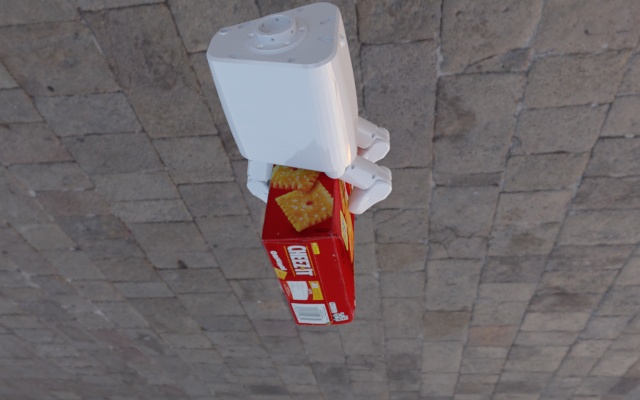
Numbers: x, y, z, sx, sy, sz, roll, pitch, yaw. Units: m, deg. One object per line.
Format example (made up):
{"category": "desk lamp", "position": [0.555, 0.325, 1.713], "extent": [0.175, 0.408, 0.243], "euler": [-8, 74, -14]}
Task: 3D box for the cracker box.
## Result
{"category": "cracker box", "position": [0.000, 0.002, 0.516], "extent": [0.072, 0.213, 0.164], "euler": [-3, -40, 9]}
